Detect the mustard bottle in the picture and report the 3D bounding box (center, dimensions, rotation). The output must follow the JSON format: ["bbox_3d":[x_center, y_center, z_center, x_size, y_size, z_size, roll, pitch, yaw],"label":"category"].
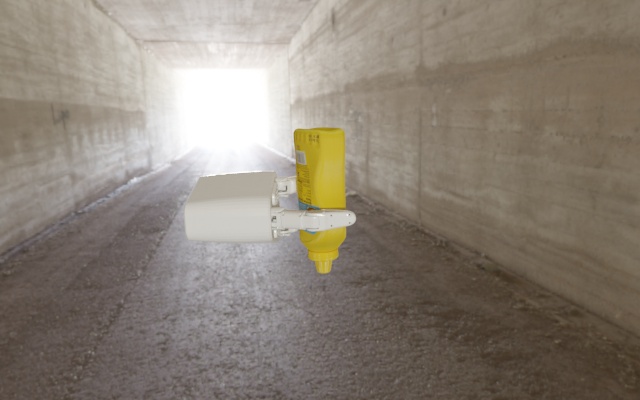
[{"bbox_3d":[0.000,0.002,0.625,0.058,0.192,0.096,-7,12,-23],"label":"mustard bottle"}]
